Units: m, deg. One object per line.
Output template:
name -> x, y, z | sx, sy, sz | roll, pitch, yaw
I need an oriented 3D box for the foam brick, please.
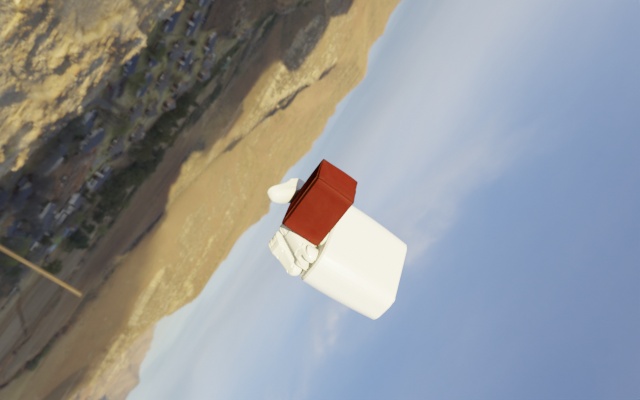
foam brick -> 0.000, 0.002, 0.555 | 0.051, 0.078, 0.053 | 33, 30, -9
